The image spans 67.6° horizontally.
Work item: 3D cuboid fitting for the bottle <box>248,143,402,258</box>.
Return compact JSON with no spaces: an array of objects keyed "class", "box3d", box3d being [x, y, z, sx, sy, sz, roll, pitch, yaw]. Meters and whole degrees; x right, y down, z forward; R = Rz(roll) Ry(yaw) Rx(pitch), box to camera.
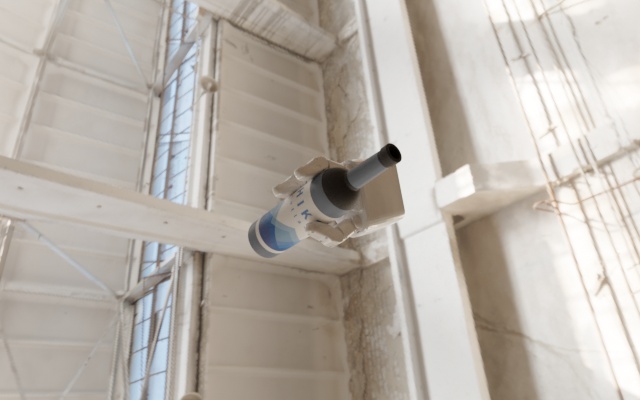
[{"class":"bottle","box3d":[0.000,0.002,0.684,0.069,0.069,0.296,0,-25,-43]}]
